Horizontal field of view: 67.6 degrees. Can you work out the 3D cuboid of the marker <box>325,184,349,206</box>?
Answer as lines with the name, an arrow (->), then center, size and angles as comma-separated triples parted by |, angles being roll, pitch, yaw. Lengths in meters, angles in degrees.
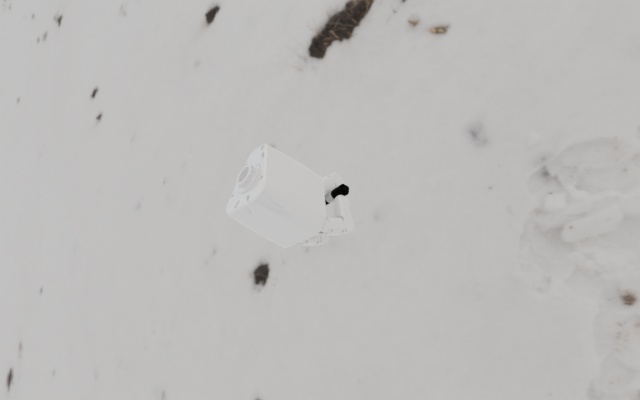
marker -> 0.000, 0.002, 0.750 | 0.020, 0.020, 0.121 | 0, -20, -44
